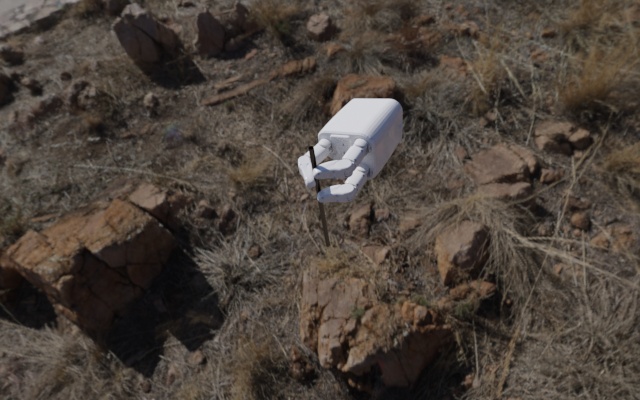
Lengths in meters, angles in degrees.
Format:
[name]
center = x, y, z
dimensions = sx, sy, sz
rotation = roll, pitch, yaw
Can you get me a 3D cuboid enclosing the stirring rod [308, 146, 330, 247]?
[stirring rod]
center = 0.000, 0.003, 0.782
dimensions = 0.011, 0.011, 0.240
rotation = 0, -41, 9
